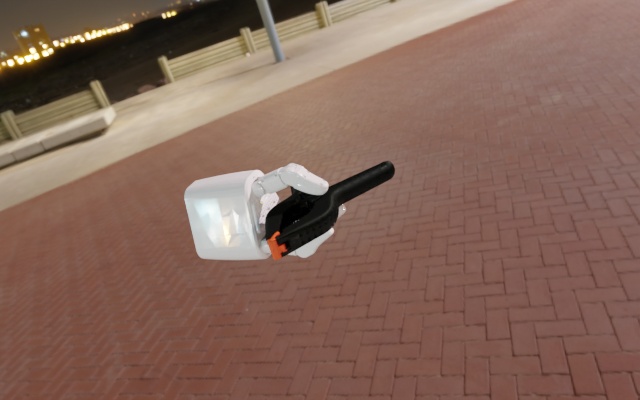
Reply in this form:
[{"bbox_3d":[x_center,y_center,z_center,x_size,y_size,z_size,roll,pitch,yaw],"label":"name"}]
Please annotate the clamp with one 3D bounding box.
[{"bbox_3d":[-0.001,0.002,0.612,0.164,0.036,0.210,-5,28,24],"label":"clamp"}]
